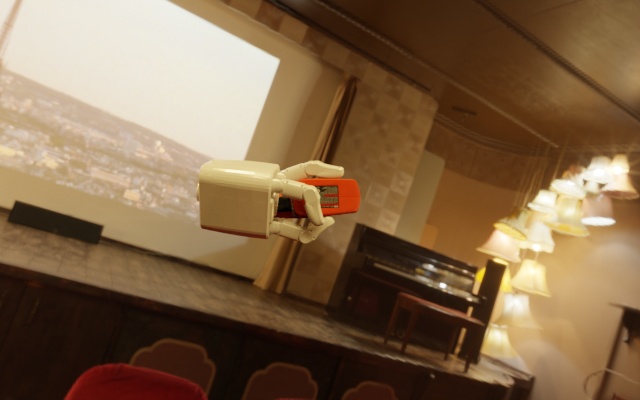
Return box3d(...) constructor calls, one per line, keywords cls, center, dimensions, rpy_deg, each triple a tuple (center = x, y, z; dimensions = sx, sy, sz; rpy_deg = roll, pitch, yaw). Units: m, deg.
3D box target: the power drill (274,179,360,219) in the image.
box3d(cls="power drill", center=(0.000, 0.003, 0.808), dimensions=(0.184, 0.057, 0.187), rpy_deg=(-4, -5, -17))
